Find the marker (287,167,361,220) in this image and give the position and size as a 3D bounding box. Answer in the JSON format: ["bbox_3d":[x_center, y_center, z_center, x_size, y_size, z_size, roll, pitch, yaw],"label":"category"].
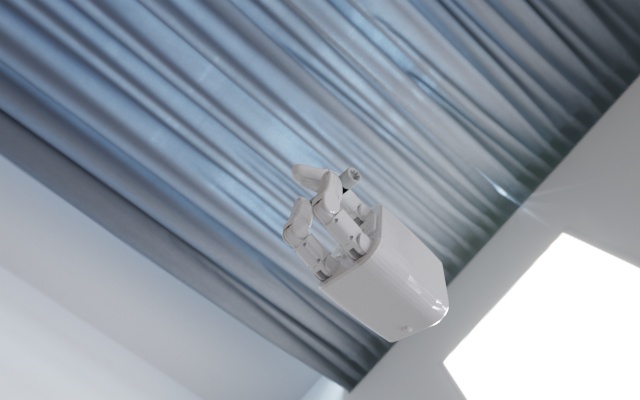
[{"bbox_3d":[0.000,0.002,0.534,0.020,0.020,0.121,0,-29,-42],"label":"marker"}]
